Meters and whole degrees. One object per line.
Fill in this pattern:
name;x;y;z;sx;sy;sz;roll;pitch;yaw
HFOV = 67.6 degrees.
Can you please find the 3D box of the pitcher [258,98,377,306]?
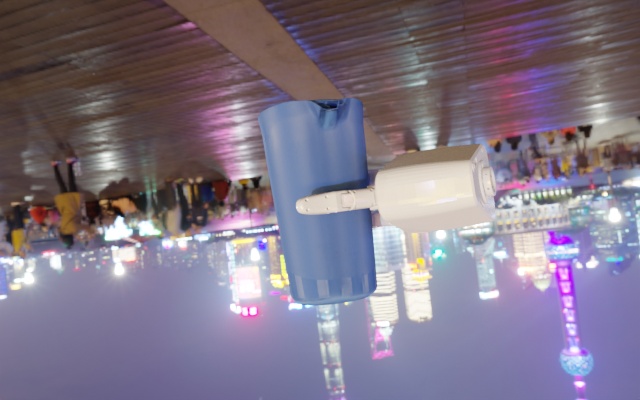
pitcher;0.000;0.002;0.607;0.145;0.243;0.149;-9;-4;28
